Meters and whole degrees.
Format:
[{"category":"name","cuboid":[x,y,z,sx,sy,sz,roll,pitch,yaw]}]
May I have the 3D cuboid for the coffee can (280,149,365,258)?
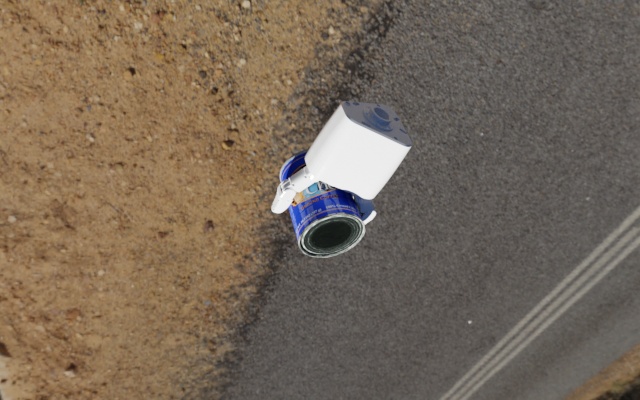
[{"category":"coffee can","cuboid":[0.000,0.002,0.744,0.103,0.140,0.103,-11,-39,-9]}]
